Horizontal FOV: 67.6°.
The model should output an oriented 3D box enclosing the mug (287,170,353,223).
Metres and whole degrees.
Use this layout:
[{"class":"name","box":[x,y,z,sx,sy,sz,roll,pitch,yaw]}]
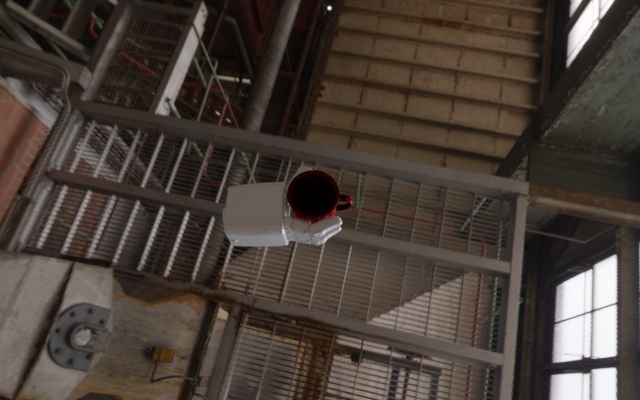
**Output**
[{"class":"mug","box":[0.002,0.003,0.875,0.117,0.093,0.081,-1,-22,1]}]
